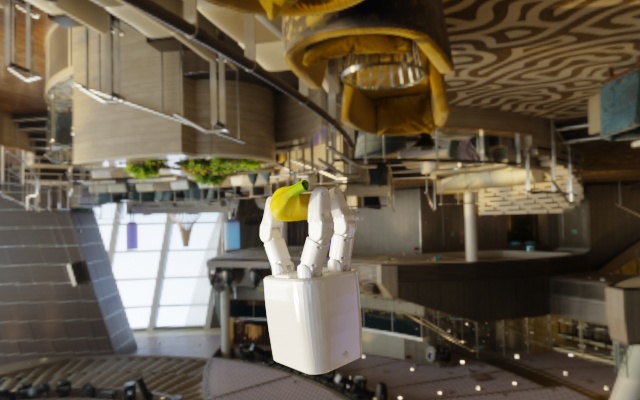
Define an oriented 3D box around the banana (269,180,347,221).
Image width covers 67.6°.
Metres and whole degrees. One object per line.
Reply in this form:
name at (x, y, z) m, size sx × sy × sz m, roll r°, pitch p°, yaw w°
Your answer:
banana at (-0.019, 0.005, 0.606) m, size 0.069 × 0.037 × 0.198 m, roll -11°, pitch -5°, yaw 15°
